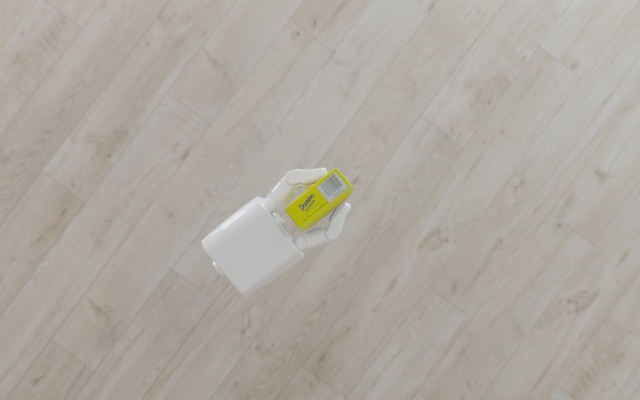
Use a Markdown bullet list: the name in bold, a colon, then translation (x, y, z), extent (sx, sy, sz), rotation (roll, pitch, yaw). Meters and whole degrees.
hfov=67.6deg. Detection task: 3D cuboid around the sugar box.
- **sugar box**: translation (0.000, 0.002, 0.724), extent (0.093, 0.048, 0.176), rotation (-38, -1, -1)
